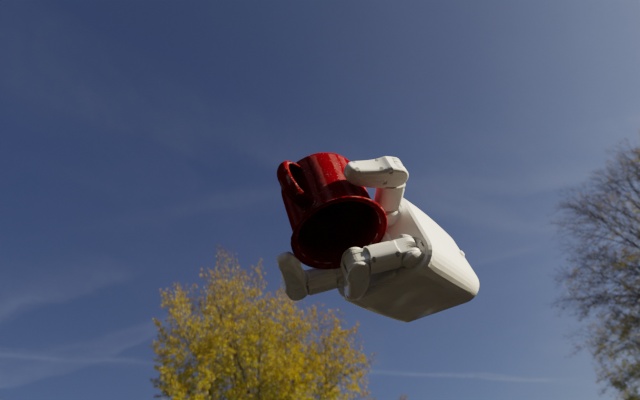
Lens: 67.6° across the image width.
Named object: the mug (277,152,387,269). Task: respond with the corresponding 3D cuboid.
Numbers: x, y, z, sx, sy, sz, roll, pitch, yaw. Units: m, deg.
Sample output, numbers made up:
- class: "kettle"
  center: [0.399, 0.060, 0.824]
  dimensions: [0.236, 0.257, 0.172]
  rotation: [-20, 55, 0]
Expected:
- class: "mug"
  center: [-0.001, 0.001, 0.462]
  dimensions: [0.093, 0.081, 0.117]
  rotation: [-41, -49, 18]
